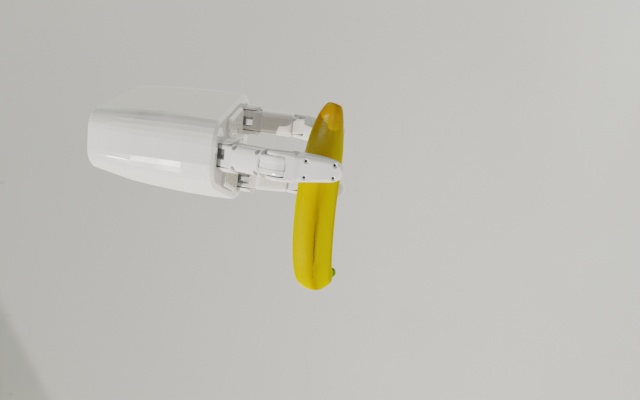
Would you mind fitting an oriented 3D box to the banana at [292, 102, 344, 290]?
[{"bbox_3d":[-0.003,0.015,0.424,0.037,0.198,0.069,8,36,6],"label":"banana"}]
